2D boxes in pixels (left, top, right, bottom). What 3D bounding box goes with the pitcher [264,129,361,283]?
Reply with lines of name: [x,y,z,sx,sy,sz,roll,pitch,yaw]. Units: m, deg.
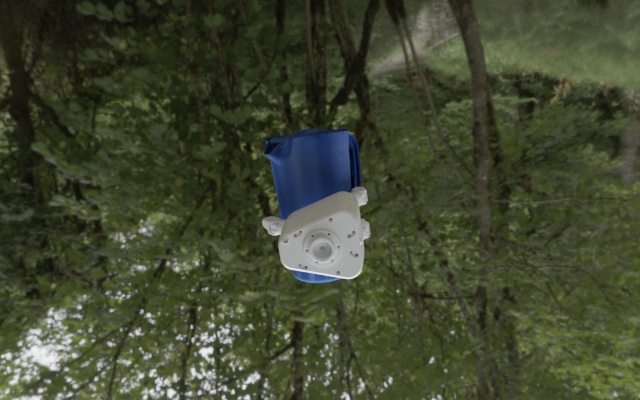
pitcher: [0.000,0.003,0.791,0.149,0.243,0.145,-6,11,3]
